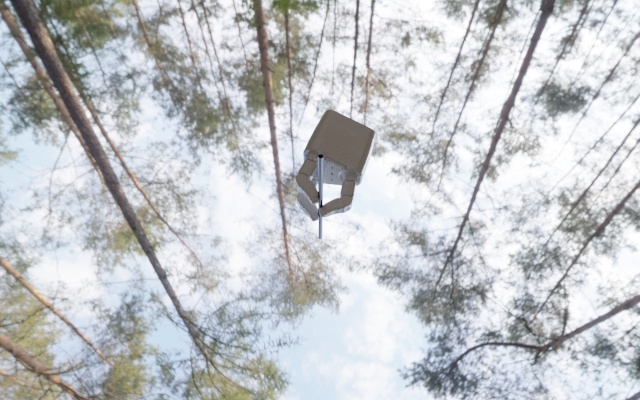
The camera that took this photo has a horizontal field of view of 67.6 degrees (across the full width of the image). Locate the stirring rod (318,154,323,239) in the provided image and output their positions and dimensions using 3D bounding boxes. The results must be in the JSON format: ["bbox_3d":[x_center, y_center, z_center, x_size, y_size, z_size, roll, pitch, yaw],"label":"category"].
[{"bbox_3d":[0.000,0.003,0.793,0.011,0.011,0.240,0,-34,0],"label":"stirring rod"}]
